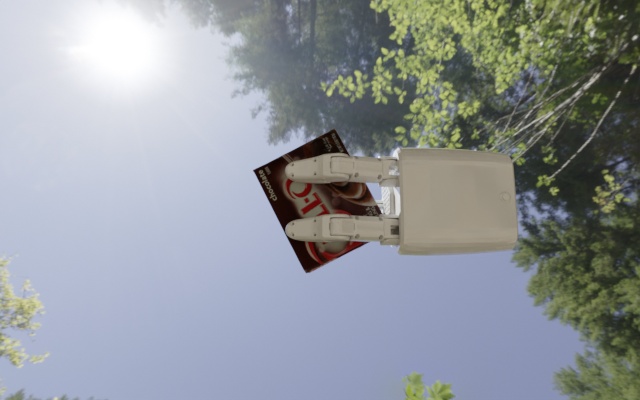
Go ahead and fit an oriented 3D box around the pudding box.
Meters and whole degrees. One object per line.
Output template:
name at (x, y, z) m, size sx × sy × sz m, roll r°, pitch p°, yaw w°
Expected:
pudding box at (0.000, 0.002, 0.464) m, size 0.090 × 0.113 × 0.039 m, roll -28°, pitch -10°, yaw -5°
